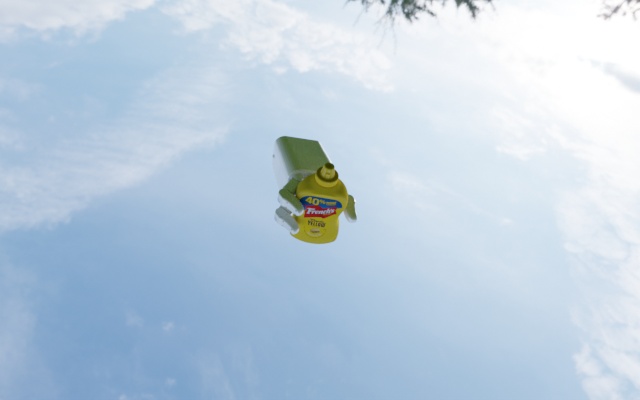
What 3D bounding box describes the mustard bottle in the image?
[{"bbox_3d":[0.000,0.003,0.884,0.096,0.058,0.192,10,-43,-4],"label":"mustard bottle"}]
